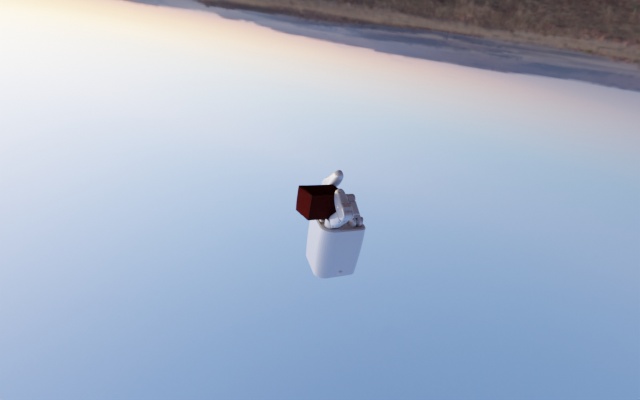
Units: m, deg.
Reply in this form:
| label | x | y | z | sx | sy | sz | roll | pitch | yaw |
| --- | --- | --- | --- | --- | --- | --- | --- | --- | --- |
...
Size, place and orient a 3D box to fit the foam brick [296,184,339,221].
| label | x | y | z | sx | sy | sz | roll | pitch | yaw |
| --- | --- | --- | --- | --- | --- | --- | --- | --- | --- |
| foam brick | 0.000 | 0.003 | 0.898 | 0.078 | 0.051 | 0.053 | -3 | 25 | -32 |
